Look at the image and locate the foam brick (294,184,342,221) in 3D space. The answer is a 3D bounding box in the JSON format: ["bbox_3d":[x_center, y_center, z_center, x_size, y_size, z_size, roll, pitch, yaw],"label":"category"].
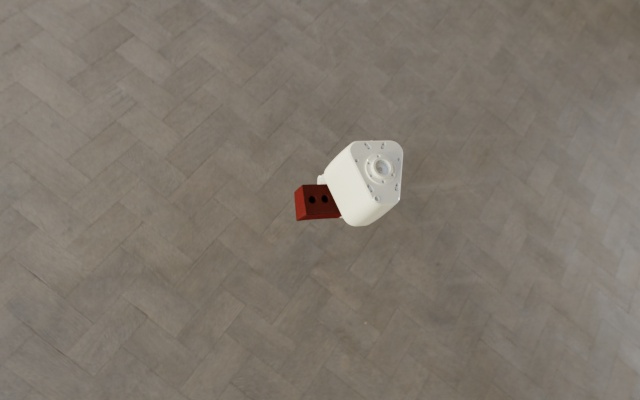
[{"bbox_3d":[0.000,0.003,0.808,0.078,0.053,0.051,-4,-12,-20],"label":"foam brick"}]
